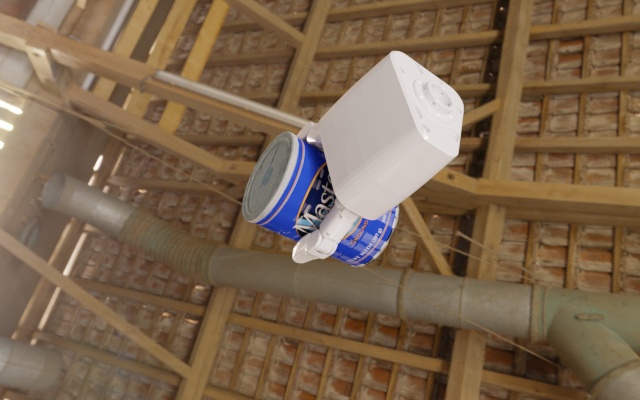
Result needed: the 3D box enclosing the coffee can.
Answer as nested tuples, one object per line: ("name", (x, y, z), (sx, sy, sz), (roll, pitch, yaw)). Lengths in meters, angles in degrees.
("coffee can", (0.000, 0.002, 0.525), (0.140, 0.103, 0.103), (26, -12, -25))
